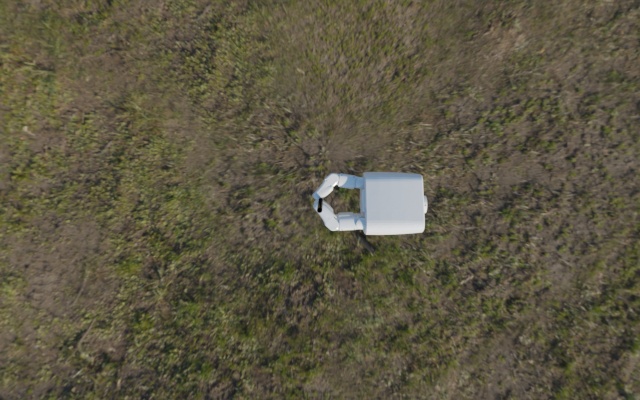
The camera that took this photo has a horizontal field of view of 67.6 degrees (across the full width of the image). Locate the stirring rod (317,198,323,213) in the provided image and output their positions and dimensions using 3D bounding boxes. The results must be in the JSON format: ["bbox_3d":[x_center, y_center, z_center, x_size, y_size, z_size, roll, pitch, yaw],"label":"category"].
[{"bbox_3d":[0.000,0.003,0.834,0.011,0.011,0.239,0,6,1],"label":"stirring rod"}]
